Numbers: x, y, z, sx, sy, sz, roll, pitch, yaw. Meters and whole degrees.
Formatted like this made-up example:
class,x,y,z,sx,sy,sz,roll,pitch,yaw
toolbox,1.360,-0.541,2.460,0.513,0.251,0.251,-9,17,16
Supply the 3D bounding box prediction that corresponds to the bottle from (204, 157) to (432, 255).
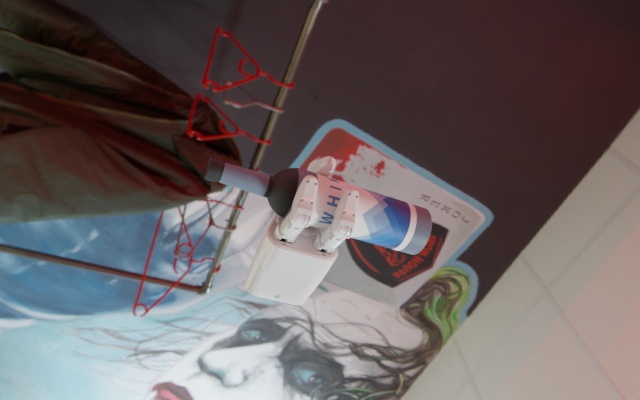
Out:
class,x,y,z,sx,sy,sz,roll,pitch,yaw
bottle,0.000,0.002,0.611,0.296,0.069,0.069,17,-5,-18
